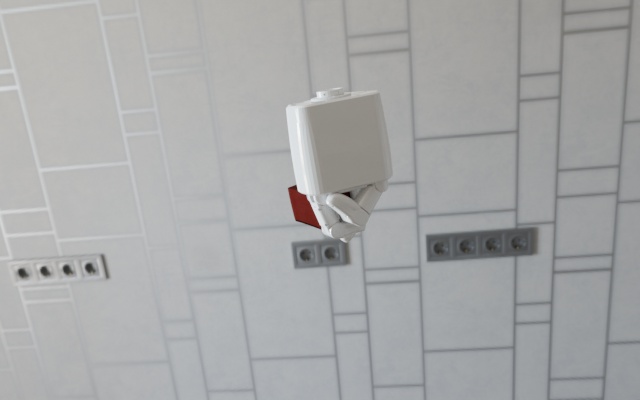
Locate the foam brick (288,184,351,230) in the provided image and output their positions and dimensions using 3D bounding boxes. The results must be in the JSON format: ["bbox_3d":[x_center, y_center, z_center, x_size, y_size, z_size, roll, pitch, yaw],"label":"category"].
[{"bbox_3d":[0.000,0.002,0.644,0.053,0.051,0.078,-23,19,-28],"label":"foam brick"}]
